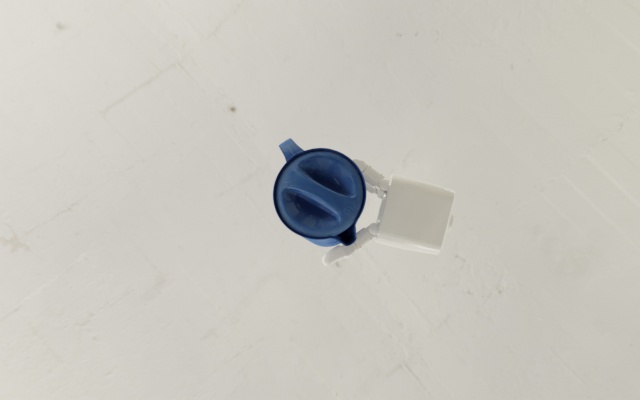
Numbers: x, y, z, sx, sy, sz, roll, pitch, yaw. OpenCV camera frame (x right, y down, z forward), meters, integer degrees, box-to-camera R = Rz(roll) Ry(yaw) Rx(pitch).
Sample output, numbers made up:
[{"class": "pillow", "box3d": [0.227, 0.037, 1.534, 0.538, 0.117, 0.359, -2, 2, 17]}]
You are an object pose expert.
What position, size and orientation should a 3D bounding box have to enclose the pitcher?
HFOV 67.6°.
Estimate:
[{"class": "pitcher", "box3d": [0.000, 0.003, 0.785, 0.145, 0.149, 0.243, 10, -10, 5]}]
